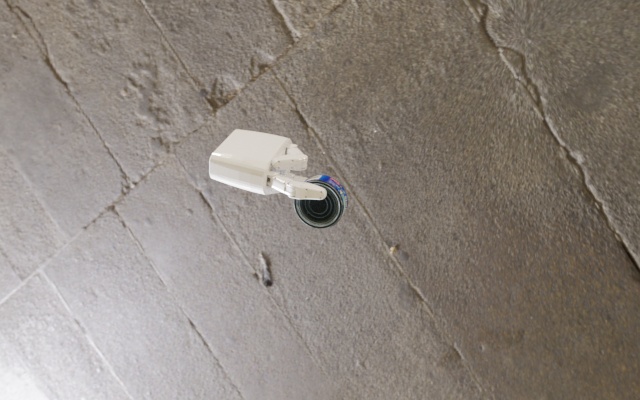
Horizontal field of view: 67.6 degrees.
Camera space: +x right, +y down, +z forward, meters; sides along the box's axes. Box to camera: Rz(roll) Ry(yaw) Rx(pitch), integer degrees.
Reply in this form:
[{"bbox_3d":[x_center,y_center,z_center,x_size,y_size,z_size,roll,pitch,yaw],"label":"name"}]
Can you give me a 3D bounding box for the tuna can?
[{"bbox_3d":[0.000,0.003,0.778,0.086,0.086,0.033,0,19,17],"label":"tuna can"}]
